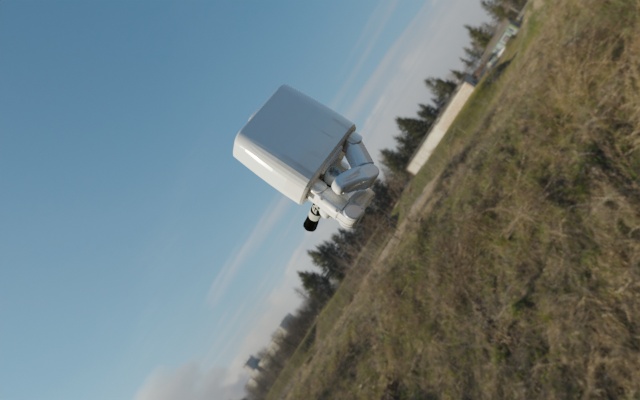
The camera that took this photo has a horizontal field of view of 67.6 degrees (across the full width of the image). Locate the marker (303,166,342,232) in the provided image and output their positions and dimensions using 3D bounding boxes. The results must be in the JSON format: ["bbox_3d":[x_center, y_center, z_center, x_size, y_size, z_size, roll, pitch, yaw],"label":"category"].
[{"bbox_3d":[0.000,0.002,0.594,0.020,0.020,0.121,0,-36,-18],"label":"marker"}]
